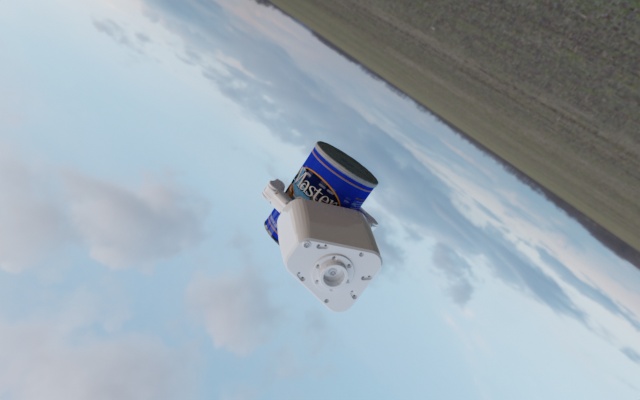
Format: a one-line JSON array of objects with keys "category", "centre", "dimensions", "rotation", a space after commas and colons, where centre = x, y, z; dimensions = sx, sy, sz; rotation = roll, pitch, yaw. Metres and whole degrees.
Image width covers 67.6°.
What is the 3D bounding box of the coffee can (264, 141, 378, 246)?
[{"category": "coffee can", "centre": [0.000, 0.002, 0.675], "dimensions": [0.103, 0.140, 0.102], "rotation": [32, 16, -10]}]
